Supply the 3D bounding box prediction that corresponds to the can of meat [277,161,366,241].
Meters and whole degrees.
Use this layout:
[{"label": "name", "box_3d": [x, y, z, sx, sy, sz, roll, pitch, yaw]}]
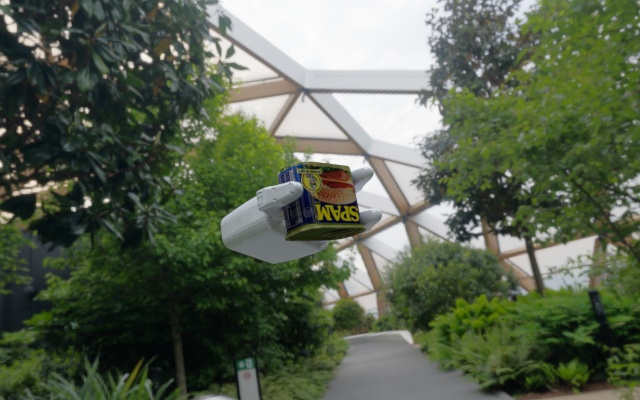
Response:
[{"label": "can of meat", "box_3d": [0.000, 0.002, 0.580, 0.102, 0.084, 0.057, 3, -21, -41]}]
